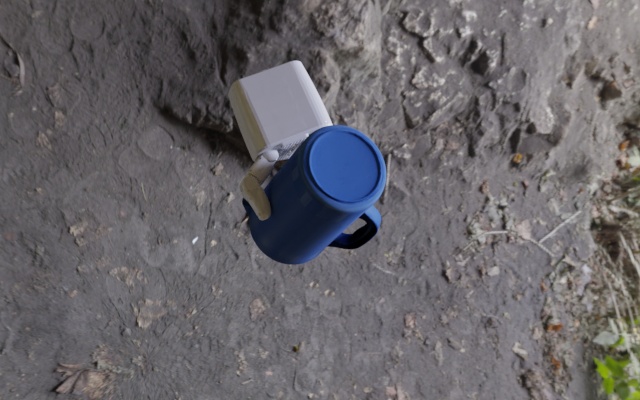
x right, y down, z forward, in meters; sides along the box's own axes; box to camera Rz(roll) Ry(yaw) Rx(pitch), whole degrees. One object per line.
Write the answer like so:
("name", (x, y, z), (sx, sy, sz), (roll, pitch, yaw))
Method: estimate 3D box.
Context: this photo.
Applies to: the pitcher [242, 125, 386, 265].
("pitcher", (0.000, 0.002, 0.643), (0.149, 0.145, 0.243), (-20, -11, -24))
